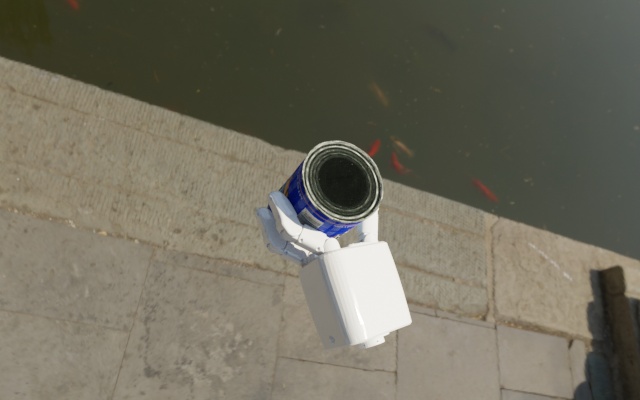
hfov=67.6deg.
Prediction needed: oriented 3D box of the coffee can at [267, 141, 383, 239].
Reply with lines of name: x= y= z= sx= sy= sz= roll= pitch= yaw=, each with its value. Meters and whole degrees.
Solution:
coffee can: x=0.000 y=0.002 z=0.602 sx=0.103 sy=0.102 sz=0.140 roll=0 pitch=-21 yaw=-24
